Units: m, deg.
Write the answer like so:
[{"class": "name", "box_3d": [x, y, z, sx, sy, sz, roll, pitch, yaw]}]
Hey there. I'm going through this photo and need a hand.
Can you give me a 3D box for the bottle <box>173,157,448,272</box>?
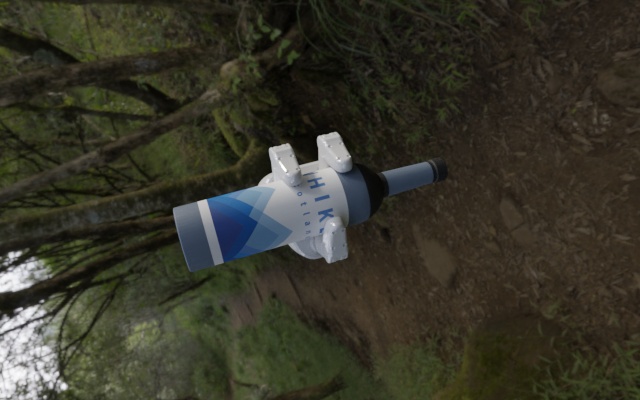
[{"class": "bottle", "box_3d": [0.000, 0.002, 0.509, 0.295, 0.069, 0.069, -15, 4, -14]}]
